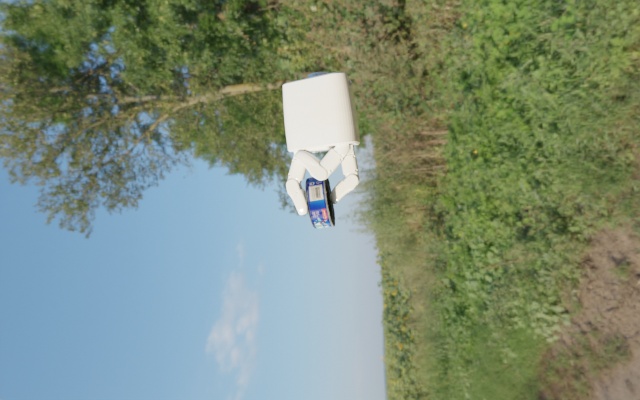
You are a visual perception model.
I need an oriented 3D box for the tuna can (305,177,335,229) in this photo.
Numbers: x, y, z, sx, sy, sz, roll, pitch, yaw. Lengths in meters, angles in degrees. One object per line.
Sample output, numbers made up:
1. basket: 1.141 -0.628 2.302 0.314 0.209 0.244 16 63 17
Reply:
1. tuna can: 0.000 0.003 0.781 0.034 0.086 0.086 -9 -1 7
